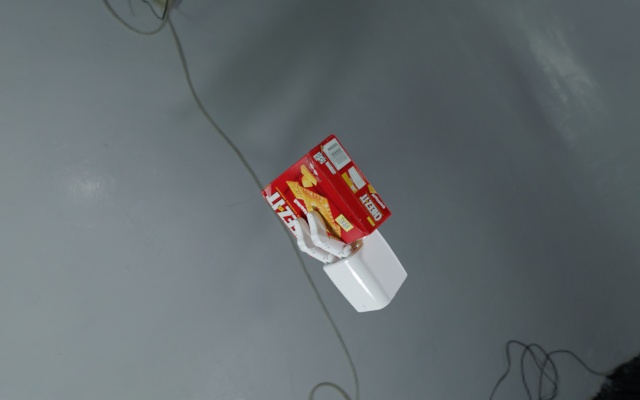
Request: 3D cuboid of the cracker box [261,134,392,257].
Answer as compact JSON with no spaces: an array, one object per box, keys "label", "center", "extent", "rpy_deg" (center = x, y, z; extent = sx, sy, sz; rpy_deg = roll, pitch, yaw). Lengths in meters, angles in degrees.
[{"label":"cracker box","center":[0.000,0.003,0.837],"extent":[0.072,0.164,0.214],"rpy_deg":[-39,5,-32]}]
